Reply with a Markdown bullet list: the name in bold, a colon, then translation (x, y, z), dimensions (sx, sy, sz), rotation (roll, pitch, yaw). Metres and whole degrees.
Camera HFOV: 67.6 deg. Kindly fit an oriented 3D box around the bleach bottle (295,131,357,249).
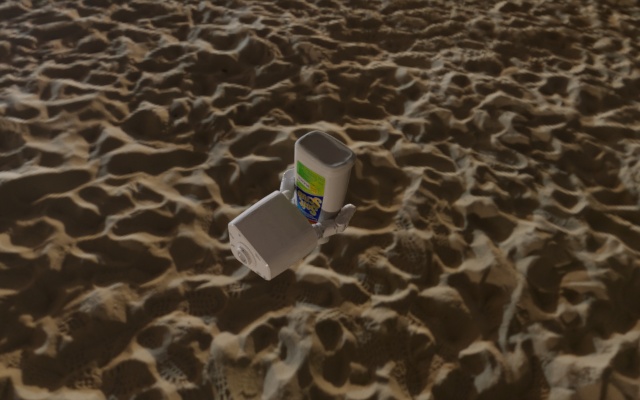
- **bleach bottle**: translation (0.000, 0.003, 0.845), dimensions (0.102, 0.251, 0.068), rotation (37, 54, 27)
